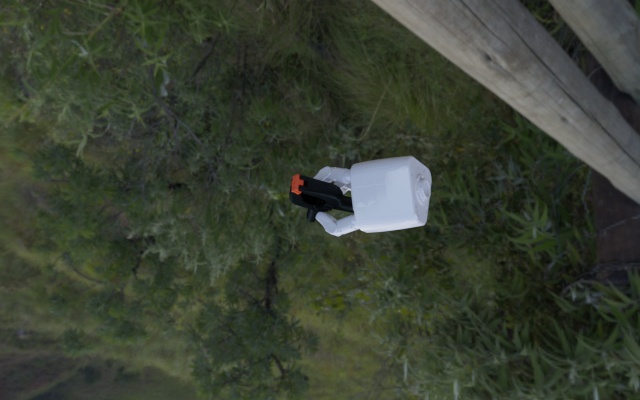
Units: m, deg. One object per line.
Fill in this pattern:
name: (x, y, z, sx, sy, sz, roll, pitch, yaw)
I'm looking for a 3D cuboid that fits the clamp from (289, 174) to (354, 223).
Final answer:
clamp: (0.000, 0.003, 0.853, 0.164, 0.036, 0.210, -9, -21, 34)
